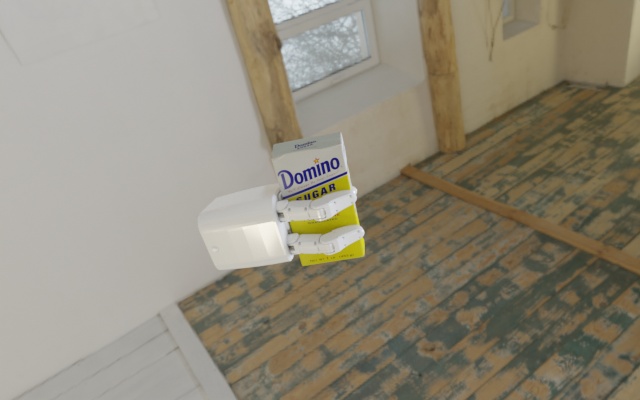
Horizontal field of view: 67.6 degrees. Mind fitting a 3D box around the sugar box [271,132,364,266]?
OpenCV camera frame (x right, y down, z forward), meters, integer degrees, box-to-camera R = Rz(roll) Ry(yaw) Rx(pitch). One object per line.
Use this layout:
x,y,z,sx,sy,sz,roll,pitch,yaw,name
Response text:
0.000,0.003,0.644,0.093,0.176,0.048,-11,32,7,sugar box
